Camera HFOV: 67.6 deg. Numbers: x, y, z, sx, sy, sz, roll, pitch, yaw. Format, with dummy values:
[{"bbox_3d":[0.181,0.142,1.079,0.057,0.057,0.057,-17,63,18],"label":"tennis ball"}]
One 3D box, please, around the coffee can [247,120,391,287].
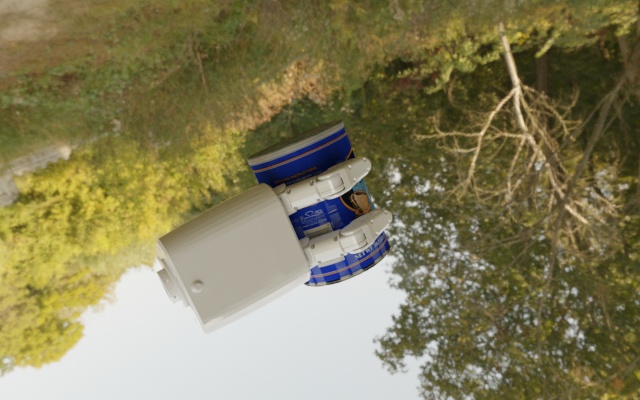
[{"bbox_3d":[0.000,0.001,0.491,0.103,0.140,0.102,-22,12,5],"label":"coffee can"}]
